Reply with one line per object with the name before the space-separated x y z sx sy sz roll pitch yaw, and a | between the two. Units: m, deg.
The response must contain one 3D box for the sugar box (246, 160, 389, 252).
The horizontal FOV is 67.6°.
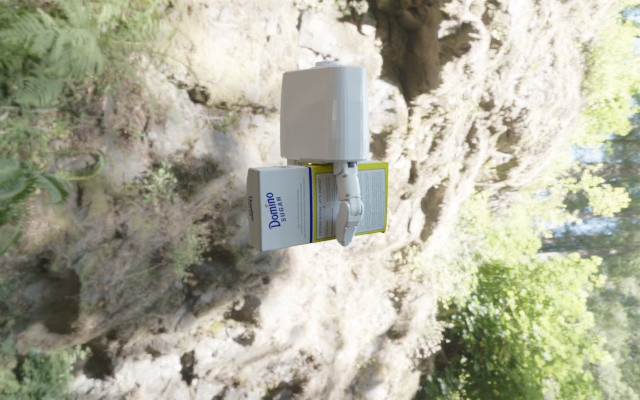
sugar box | 0.000 0.002 0.575 0.176 0.093 0.048 -5 11 -28
